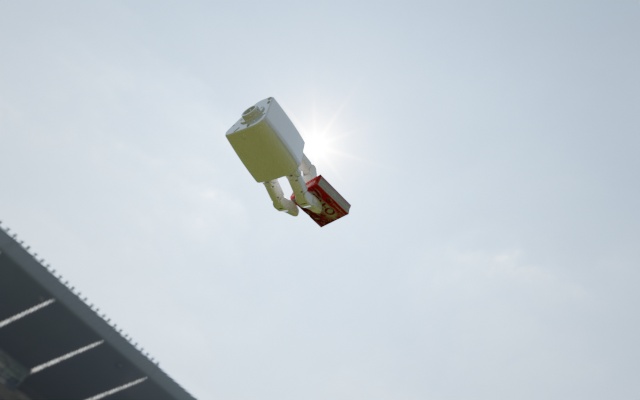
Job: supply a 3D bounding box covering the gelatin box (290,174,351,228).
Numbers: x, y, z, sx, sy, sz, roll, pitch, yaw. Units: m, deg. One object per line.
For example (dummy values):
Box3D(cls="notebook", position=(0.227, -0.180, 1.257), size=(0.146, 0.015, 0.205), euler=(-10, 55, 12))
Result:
Box3D(cls="gelatin box", position=(0.000, 0.003, 0.881), size=(0.073, 0.030, 0.089), euler=(-28, -63, 38))
